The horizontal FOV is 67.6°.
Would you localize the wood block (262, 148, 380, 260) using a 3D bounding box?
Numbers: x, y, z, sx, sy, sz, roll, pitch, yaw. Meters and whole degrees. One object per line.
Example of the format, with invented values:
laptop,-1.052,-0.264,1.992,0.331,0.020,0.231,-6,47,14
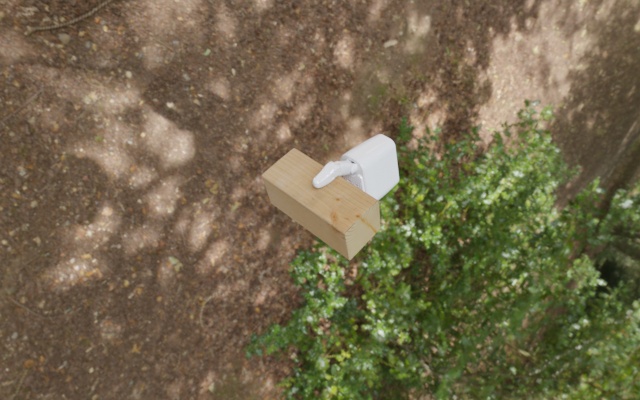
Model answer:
wood block,0.000,0.002,0.874,0.206,0.090,0.091,34,-26,29
